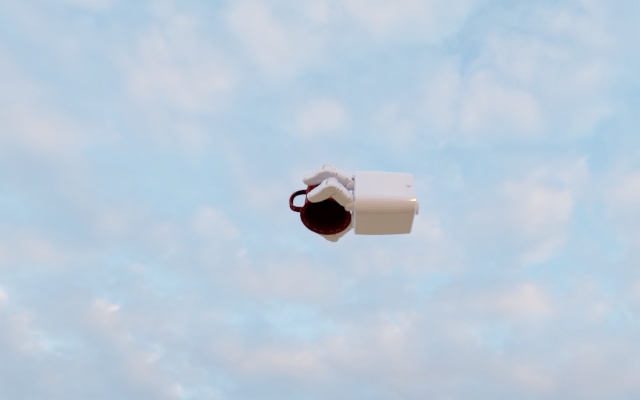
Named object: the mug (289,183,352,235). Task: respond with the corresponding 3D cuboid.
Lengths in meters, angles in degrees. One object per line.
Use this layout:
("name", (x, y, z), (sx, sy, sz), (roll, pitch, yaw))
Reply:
("mug", (-0.001, 0.003, 0.885), (0.117, 0.093, 0.081), (1, 42, 4))
